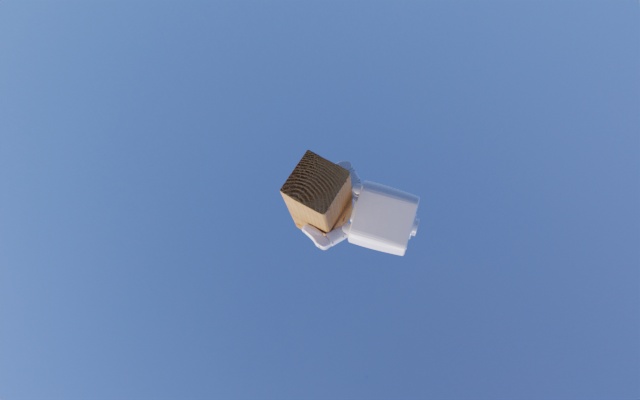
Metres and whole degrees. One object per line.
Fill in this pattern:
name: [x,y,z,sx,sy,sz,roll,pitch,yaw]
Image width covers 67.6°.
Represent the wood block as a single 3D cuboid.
wood block: [0.000,0.003,0.888,0.090,0.091,0.206,29,-15,15]
